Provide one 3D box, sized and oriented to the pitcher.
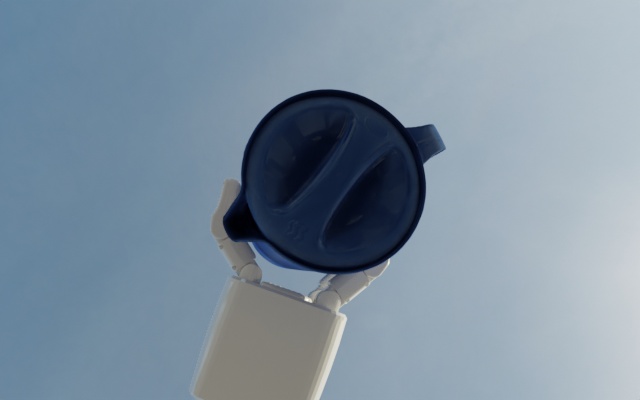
[{"bbox_3d":[0.000,0.002,0.445,0.149,0.145,0.243,19,-13,-7],"label":"pitcher"}]
